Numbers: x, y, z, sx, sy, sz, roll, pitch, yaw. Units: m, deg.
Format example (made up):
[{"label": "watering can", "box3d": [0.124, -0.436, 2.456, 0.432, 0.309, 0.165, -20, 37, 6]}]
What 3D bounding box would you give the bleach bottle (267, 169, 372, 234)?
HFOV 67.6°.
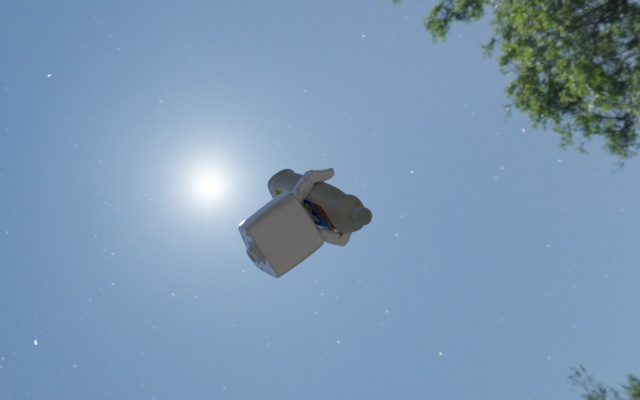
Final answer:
[{"label": "bleach bottle", "box3d": [0.000, 0.003, 0.879, 0.068, 0.103, 0.251, -37, 26, -25]}]
